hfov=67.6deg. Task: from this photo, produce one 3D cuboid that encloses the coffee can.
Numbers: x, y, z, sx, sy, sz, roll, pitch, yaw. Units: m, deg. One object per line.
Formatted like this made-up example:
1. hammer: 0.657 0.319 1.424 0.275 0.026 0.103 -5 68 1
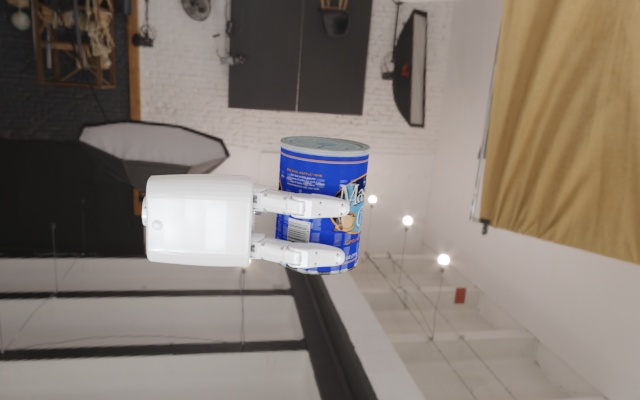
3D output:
1. coffee can: 0.000 0.002 0.557 0.103 0.140 0.102 5 15 -1
